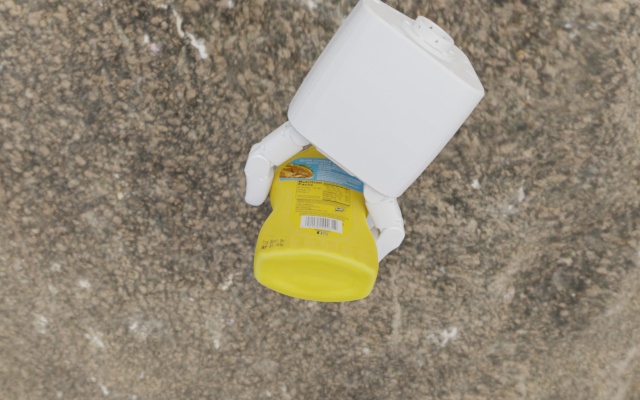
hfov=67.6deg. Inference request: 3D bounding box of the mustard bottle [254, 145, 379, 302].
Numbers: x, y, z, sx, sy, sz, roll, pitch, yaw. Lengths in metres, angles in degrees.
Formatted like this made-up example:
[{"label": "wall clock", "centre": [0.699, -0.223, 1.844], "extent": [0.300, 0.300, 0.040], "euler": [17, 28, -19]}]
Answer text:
[{"label": "mustard bottle", "centre": [0.000, 0.002, 0.437], "extent": [0.096, 0.058, 0.191], "euler": [7, 38, -2]}]
